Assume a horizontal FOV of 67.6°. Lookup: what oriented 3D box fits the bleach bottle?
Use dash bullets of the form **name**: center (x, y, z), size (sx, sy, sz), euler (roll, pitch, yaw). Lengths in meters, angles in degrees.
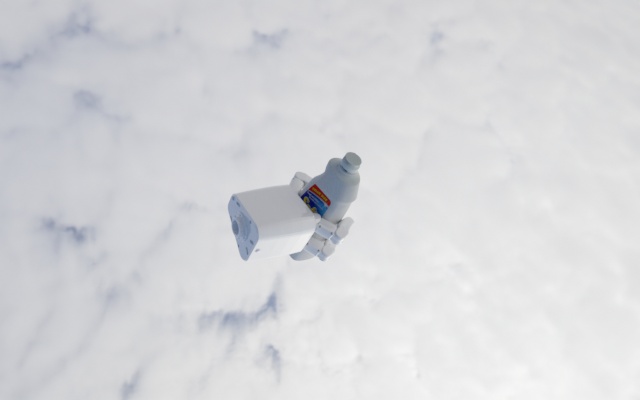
- **bleach bottle**: center (0.000, 0.003, 0.832), size (0.068, 0.102, 0.251), euler (-10, -31, -34)
